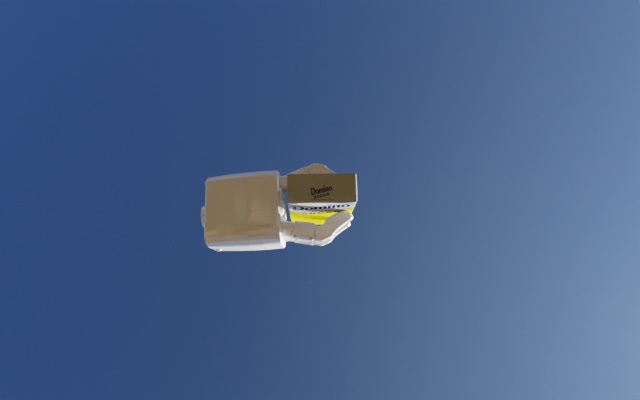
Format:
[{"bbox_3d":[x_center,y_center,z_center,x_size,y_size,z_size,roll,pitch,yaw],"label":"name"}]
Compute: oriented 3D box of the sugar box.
[{"bbox_3d":[0.000,0.003,0.700,0.093,0.048,0.176,-1,-10,-1],"label":"sugar box"}]
